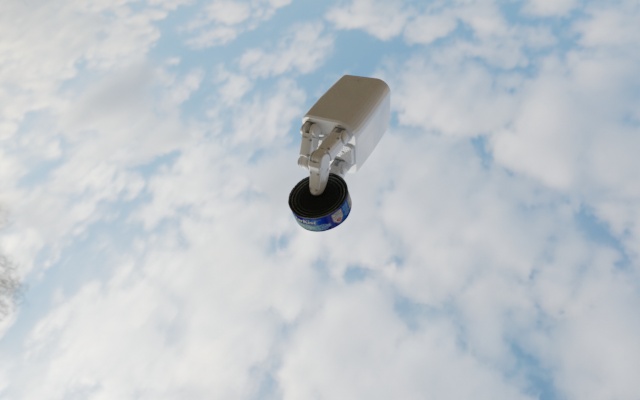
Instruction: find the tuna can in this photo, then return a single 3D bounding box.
[{"bbox_3d":[0.000,0.003,0.670,0.086,0.086,0.034,0,-42,20],"label":"tuna can"}]
